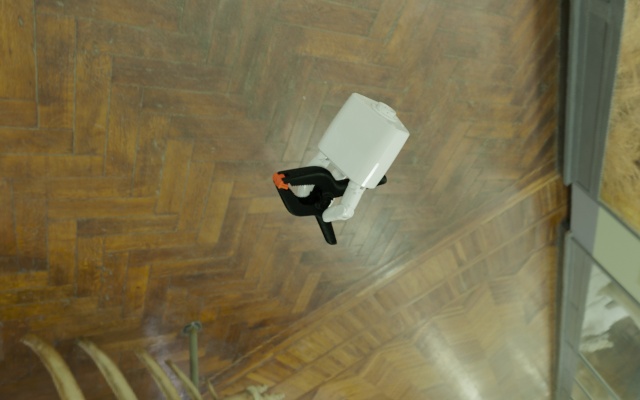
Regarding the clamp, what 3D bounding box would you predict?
[{"bbox_3d":[0.000,0.003,0.806,0.210,0.165,0.036,12,29,-40],"label":"clamp"}]
